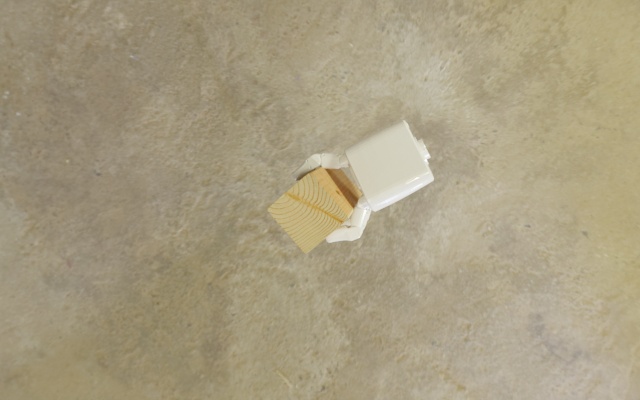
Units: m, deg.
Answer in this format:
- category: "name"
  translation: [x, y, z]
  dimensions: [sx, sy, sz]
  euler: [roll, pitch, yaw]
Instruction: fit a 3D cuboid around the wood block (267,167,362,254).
- category: "wood block"
  translation: [0.000, 0.002, 0.794]
  dimensions: [0.090, 0.091, 0.206]
  euler: [-40, 0, 14]
